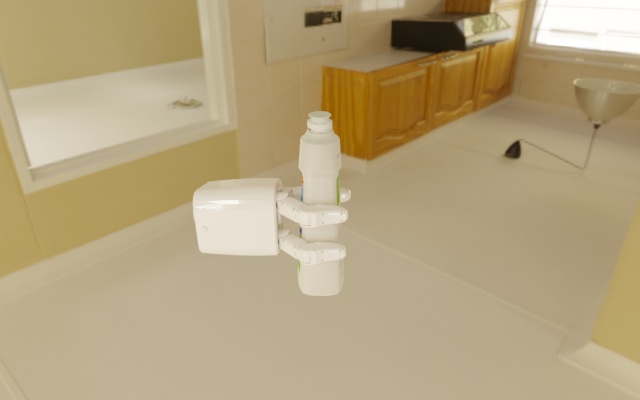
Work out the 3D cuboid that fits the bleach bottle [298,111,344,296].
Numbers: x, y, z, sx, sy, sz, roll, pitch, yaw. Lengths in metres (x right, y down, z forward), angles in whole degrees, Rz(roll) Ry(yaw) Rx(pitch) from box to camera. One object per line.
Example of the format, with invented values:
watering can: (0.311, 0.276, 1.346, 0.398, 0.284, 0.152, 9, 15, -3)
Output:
bleach bottle: (0.000, 0.002, 0.650, 0.068, 0.251, 0.102, 0, 27, 0)
